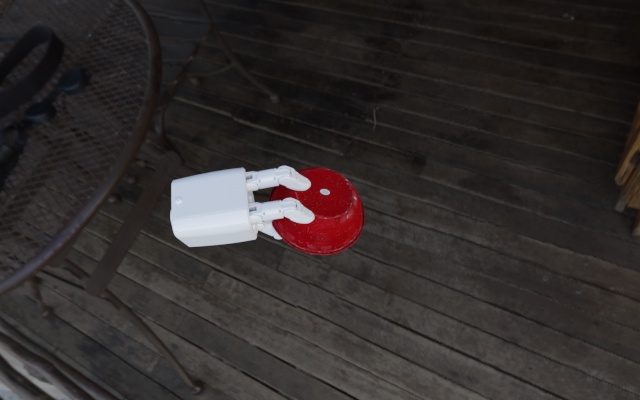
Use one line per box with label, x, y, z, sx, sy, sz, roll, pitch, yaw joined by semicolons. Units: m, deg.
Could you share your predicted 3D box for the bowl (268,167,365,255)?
bowl;0.001;0.002;0.755;0.162;0.162;0.055;0;-32;-15
